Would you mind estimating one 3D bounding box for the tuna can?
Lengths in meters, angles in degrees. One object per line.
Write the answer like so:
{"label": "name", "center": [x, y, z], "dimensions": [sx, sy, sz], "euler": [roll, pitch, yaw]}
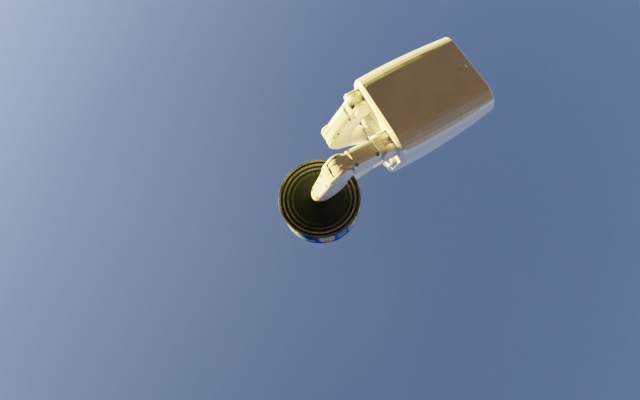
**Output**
{"label": "tuna can", "center": [0.000, 0.002, 0.509], "dimensions": [0.086, 0.086, 0.034], "euler": [0, -18, 5]}
